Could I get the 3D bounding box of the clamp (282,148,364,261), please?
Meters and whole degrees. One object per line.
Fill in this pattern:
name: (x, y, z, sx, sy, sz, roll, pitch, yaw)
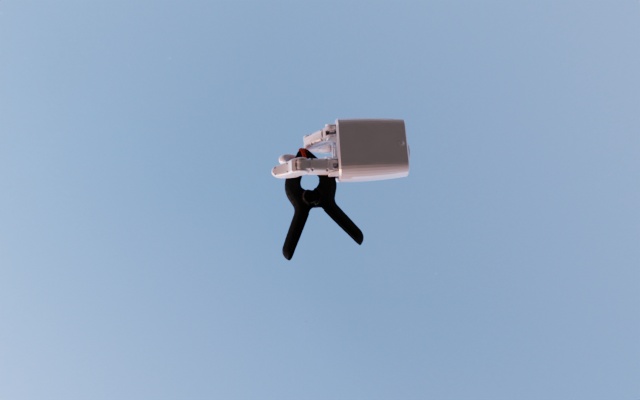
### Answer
clamp: (0.000, 0.002, 0.720, 0.120, 0.171, 0.039, -2, -14, -2)
